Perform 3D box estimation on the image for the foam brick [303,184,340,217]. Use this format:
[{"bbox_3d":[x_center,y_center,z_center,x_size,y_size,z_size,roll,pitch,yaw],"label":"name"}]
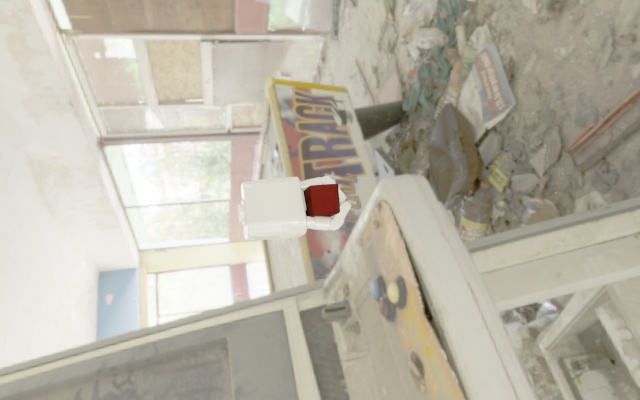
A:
[{"bbox_3d":[0.000,0.003,0.868,0.051,0.053,0.078,-3,-9,-14],"label":"foam brick"}]
